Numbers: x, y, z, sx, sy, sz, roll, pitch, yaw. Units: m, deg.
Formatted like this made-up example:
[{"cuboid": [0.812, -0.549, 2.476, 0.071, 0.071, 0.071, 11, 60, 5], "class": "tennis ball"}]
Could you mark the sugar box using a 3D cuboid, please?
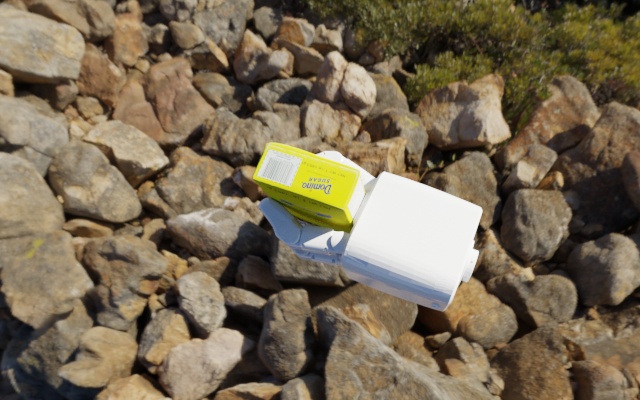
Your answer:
[{"cuboid": [0.000, 0.002, 0.501, 0.093, 0.048, 0.176, 19, -14, 15], "class": "sugar box"}]
